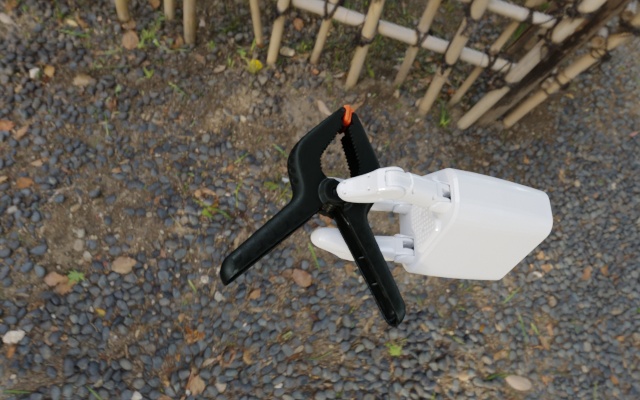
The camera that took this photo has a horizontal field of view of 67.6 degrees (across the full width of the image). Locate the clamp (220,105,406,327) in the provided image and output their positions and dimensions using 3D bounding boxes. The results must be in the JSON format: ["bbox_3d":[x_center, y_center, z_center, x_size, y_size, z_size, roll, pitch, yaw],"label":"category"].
[{"bbox_3d":[0.001,0.001,0.437,0.164,0.210,0.036,11,-26,-18],"label":"clamp"}]
